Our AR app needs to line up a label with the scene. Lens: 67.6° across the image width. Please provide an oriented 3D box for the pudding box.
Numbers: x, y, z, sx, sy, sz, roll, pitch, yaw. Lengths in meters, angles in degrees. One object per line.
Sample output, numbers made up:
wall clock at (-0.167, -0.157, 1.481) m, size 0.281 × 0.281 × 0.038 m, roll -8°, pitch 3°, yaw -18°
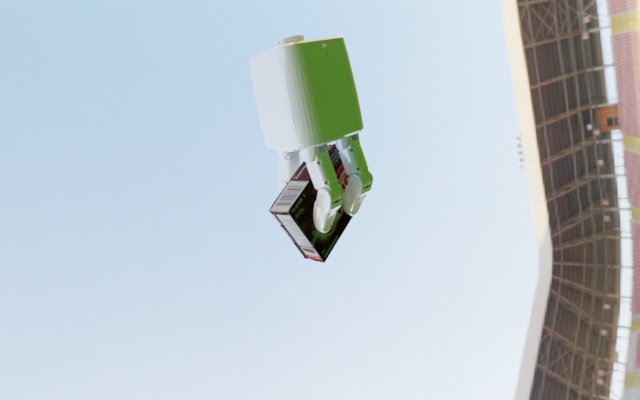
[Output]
pudding box at (0.000, 0.002, 0.568) m, size 0.039 × 0.113 × 0.090 m, roll 6°, pitch -39°, yaw 43°
